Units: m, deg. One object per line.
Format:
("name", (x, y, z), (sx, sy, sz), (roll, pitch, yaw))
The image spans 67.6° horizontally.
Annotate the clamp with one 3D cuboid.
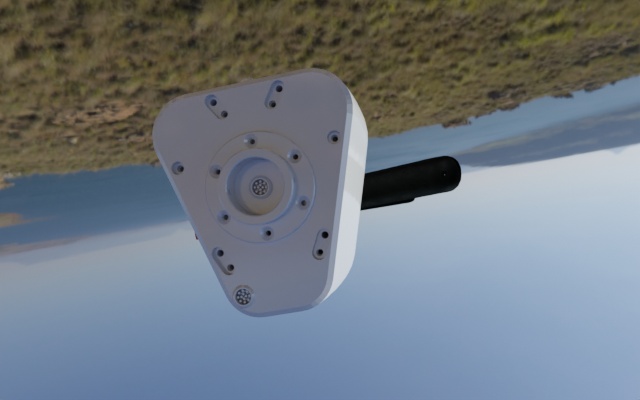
("clamp", (0.000, 0.002, 0.403), (0.210, 0.036, 0.164), (-10, -4, 6))
